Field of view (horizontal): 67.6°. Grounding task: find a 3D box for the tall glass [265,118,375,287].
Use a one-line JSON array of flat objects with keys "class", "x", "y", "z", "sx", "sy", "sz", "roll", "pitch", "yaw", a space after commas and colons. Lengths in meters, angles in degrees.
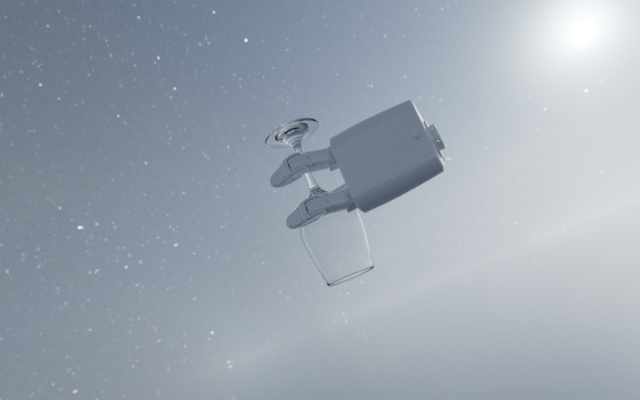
[{"class": "tall glass", "x": 0.000, "y": 0.001, "z": 0.594, "sx": 0.079, "sy": 0.201, "sz": 0.079, "roll": -21, "pitch": -14, "yaw": -5}]
